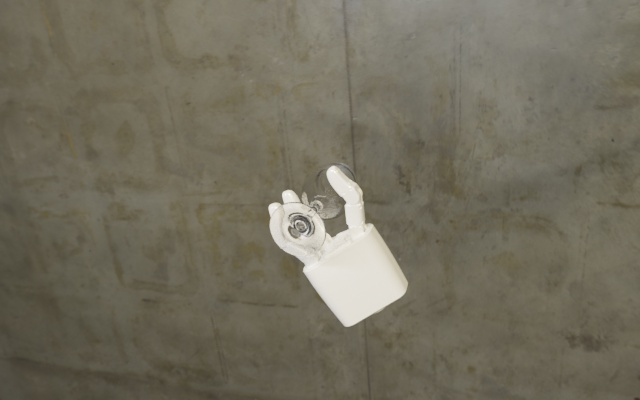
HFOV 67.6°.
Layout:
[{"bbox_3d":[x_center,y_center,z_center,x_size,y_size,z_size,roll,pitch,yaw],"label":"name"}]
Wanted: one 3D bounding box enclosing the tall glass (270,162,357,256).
[{"bbox_3d":[0.000,0.002,0.681,0.079,0.079,0.201,0,21,18],"label":"tall glass"}]
